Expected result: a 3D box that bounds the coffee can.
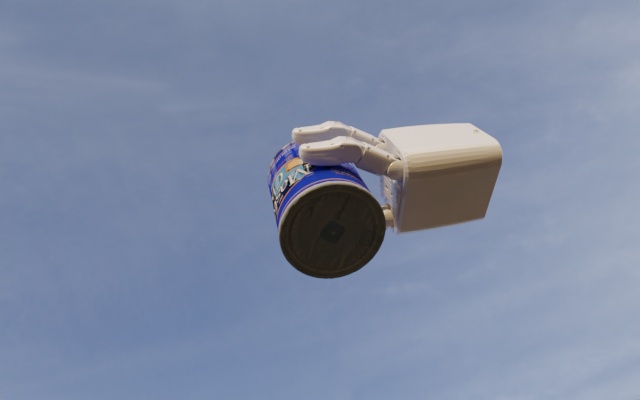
[{"bbox_3d":[0.000,0.002,0.508,0.103,0.103,0.140,0,25,-11],"label":"coffee can"}]
